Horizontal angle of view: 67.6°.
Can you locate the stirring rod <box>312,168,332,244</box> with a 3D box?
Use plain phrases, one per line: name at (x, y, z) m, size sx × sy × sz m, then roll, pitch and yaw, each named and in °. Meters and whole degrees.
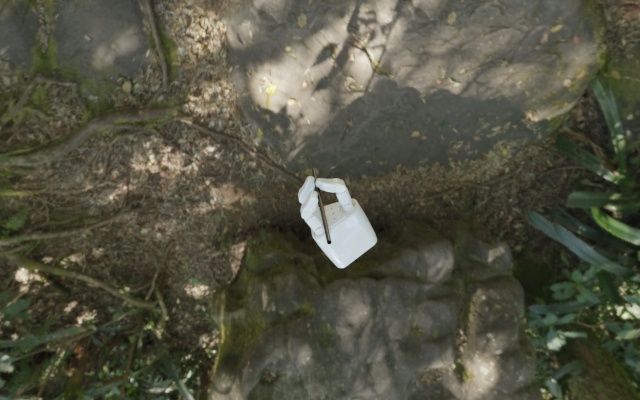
stirring rod at (0.000, 0.003, 0.898) m, size 0.011 × 0.011 × 0.239 m, roll 0°, pitch 34°, yaw -8°
